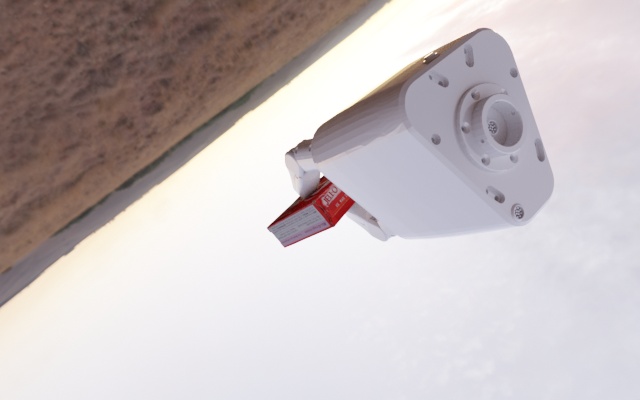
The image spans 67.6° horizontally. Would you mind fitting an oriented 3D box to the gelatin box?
[{"bbox_3d":[0.000,0.002,0.434,0.073,0.030,0.089,-46,10,-35],"label":"gelatin box"}]
